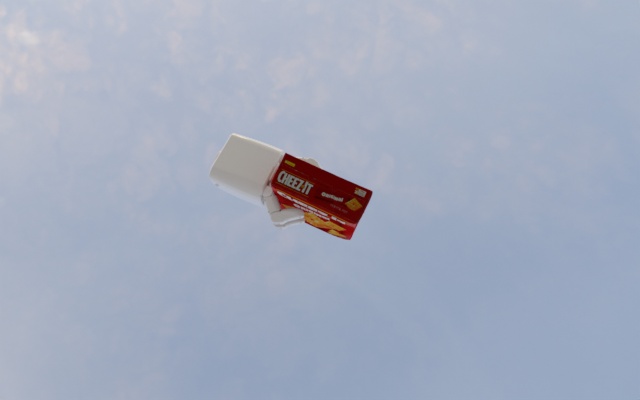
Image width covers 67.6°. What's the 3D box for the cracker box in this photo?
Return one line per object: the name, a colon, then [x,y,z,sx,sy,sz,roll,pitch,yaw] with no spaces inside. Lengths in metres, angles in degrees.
cracker box: [0.000,0.003,0.892,0.164,0.072,0.214,24,-11,5]
